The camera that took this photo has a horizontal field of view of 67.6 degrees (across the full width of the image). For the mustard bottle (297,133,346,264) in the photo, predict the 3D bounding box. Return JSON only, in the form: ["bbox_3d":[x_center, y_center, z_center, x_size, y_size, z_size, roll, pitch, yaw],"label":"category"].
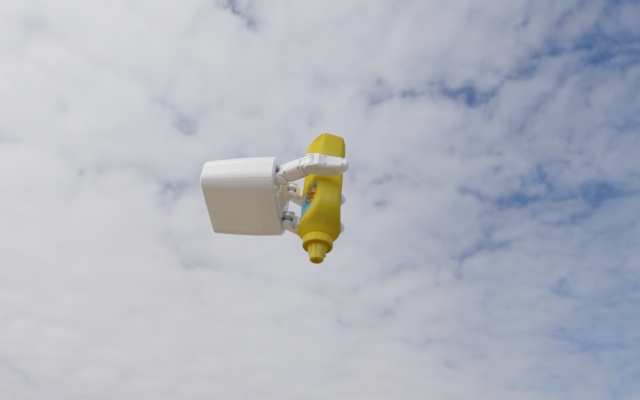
[{"bbox_3d":[0.000,0.002,0.674,0.058,0.191,0.096,15,-39,-12],"label":"mustard bottle"}]
